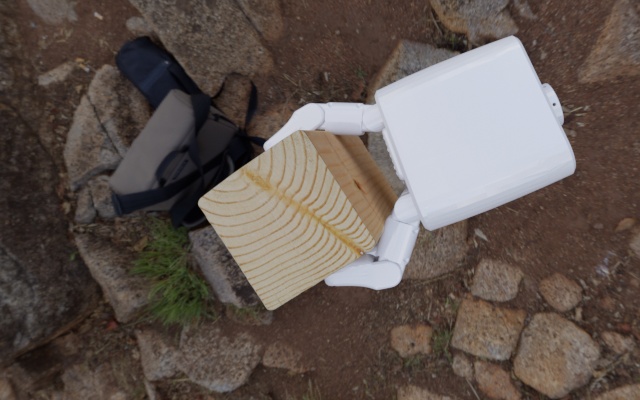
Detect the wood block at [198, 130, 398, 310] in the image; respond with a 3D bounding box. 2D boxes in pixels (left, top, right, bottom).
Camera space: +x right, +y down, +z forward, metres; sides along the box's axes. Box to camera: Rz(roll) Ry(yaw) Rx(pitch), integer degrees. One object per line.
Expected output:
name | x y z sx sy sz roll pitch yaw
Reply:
wood block | 0.000 0.001 0.404 0.090 0.091 0.206 -33 -2 15
